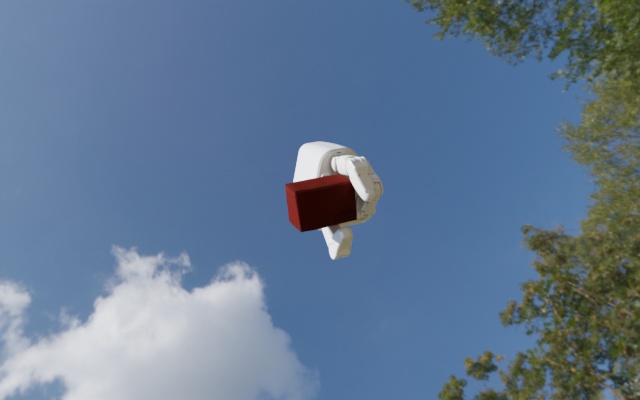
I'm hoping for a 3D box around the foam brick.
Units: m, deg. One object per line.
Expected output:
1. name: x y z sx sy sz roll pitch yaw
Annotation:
1. foam brick: 0.000 0.002 0.600 0.078 0.053 0.051 -11 17 -19
